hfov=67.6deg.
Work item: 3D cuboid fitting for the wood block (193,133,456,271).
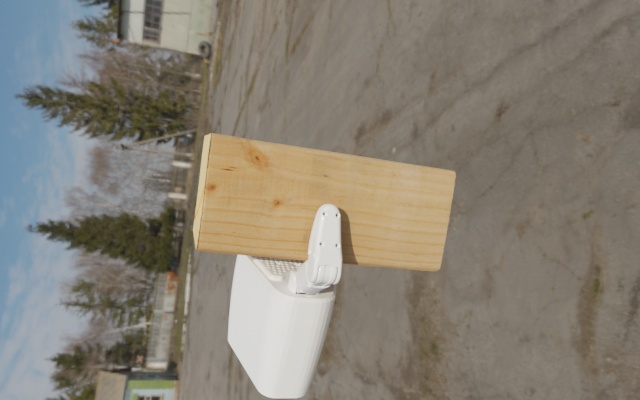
[{"bbox_3d":[0.000,0.002,0.419,0.206,0.090,0.091,7,5,-17],"label":"wood block"}]
